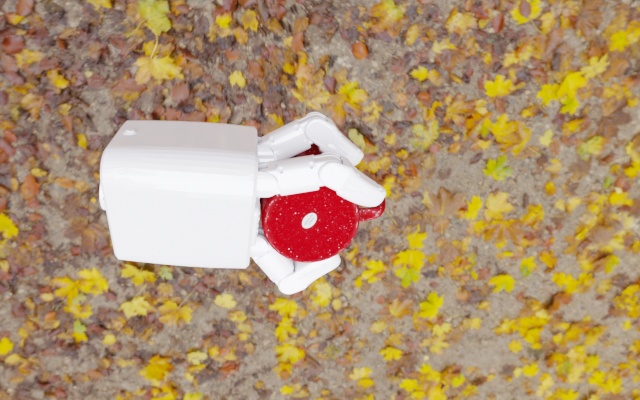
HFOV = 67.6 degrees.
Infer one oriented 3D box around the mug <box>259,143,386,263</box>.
[{"bbox_3d":[0.002,0.002,0.422,0.117,0.093,0.081,3,27,-9],"label":"mug"}]
